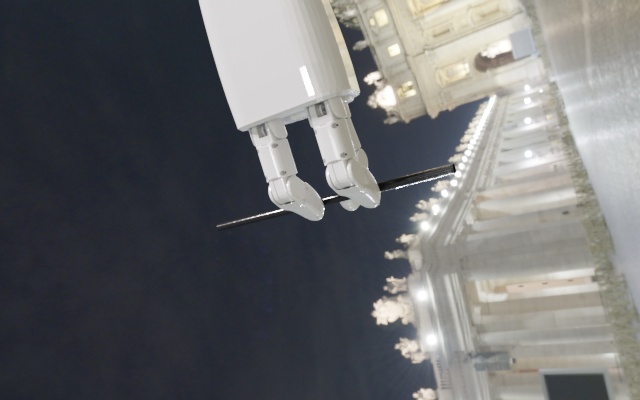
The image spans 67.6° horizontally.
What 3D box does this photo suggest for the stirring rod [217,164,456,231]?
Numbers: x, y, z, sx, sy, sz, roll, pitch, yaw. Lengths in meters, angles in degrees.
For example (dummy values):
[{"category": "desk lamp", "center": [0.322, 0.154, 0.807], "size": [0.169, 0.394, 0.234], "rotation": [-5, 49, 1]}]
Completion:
[{"category": "stirring rod", "center": [0.000, 0.001, 0.421], "size": [0.239, 0.011, 0.011], "rotation": [-14, -7, 29]}]
